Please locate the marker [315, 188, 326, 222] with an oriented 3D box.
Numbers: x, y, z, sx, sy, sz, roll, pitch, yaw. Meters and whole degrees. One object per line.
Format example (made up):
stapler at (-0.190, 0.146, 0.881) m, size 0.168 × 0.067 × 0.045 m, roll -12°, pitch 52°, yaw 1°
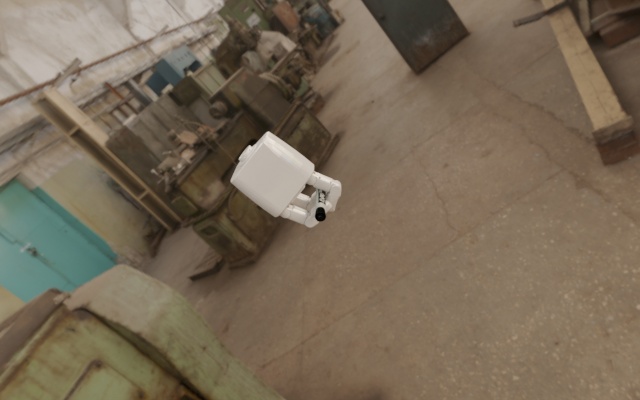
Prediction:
marker at (0.000, 0.003, 0.840) m, size 0.020 × 0.020 × 0.121 m, roll 0°, pitch 27°, yaw 1°
